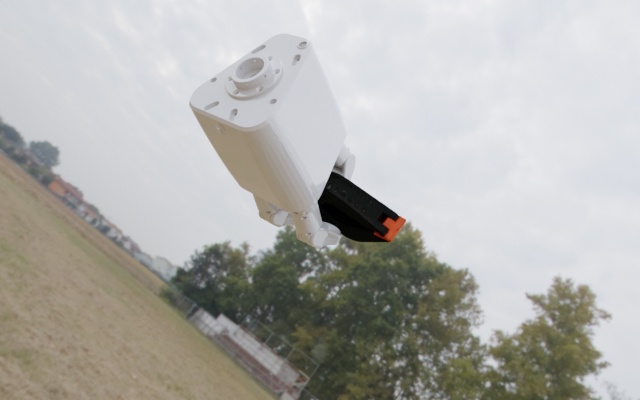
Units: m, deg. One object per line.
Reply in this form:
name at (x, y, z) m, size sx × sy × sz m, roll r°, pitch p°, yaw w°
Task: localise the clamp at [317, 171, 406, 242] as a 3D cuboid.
clamp at (0.001, 0.001, 0.518) m, size 0.210 × 0.036 × 0.165 m, roll 26°, pitch -22°, yaw 33°
